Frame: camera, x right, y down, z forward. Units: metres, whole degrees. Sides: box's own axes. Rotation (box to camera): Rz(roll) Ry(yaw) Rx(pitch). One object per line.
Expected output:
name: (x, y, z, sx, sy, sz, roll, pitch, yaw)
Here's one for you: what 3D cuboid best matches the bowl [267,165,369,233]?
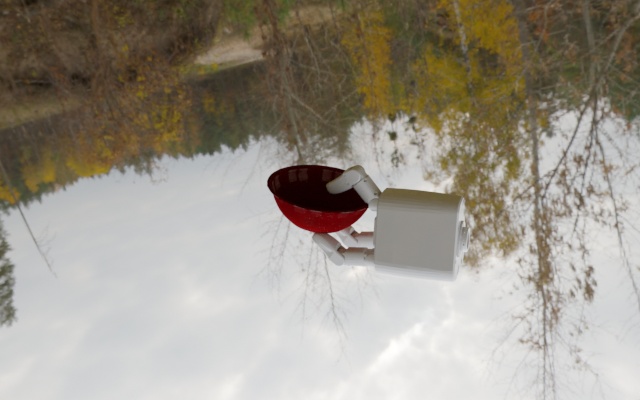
bowl: (-0.001, 0.002, 0.702, 0.162, 0.055, 0.162, 7, 26, -3)
